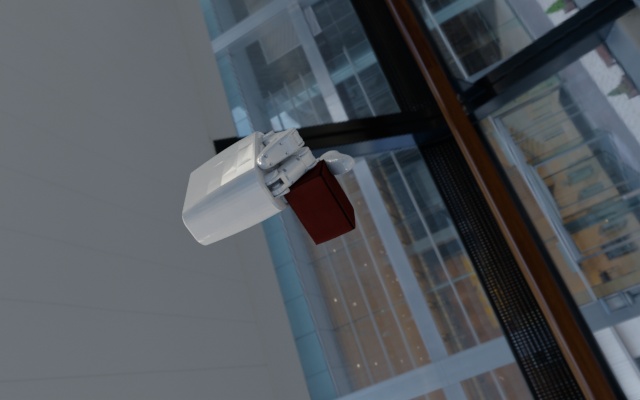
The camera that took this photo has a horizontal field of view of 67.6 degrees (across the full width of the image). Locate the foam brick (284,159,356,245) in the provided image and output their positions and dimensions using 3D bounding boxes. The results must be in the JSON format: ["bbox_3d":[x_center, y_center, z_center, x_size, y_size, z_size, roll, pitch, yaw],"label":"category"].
[{"bbox_3d":[0.000,0.002,0.557,0.051,0.078,0.053,-27,19,14],"label":"foam brick"}]
